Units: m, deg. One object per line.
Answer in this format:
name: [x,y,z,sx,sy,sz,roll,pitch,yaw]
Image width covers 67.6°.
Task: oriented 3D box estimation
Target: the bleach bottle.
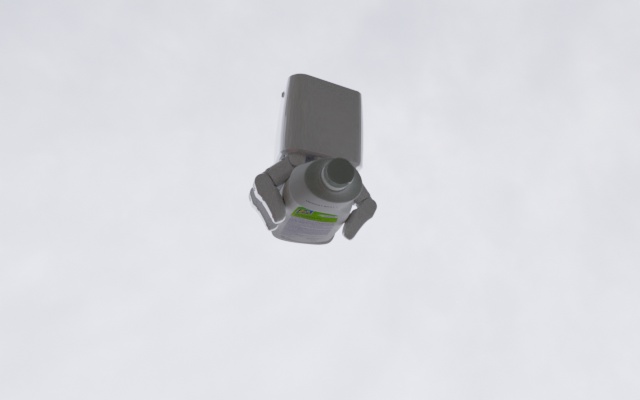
bleach bottle: [0.000,0.002,0.590,0.102,0.068,0.251,6,-15,-12]
